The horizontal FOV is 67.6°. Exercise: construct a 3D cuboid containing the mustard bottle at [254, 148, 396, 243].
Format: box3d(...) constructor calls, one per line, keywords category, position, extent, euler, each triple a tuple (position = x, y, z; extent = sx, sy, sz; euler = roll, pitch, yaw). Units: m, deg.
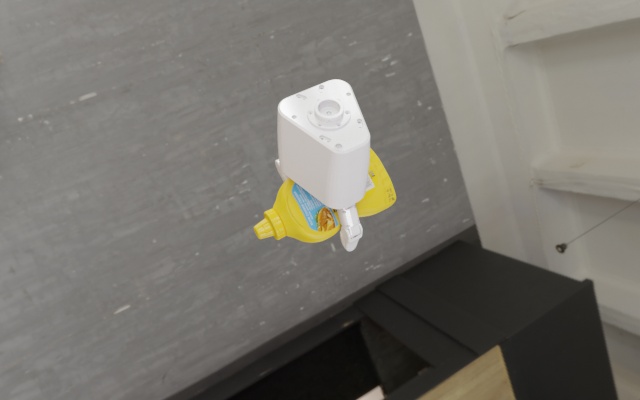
box3d(category="mustard bottle", position=(0.000, 0.002, 0.642), extent=(0.191, 0.096, 0.058), euler=(-26, -5, -17))
